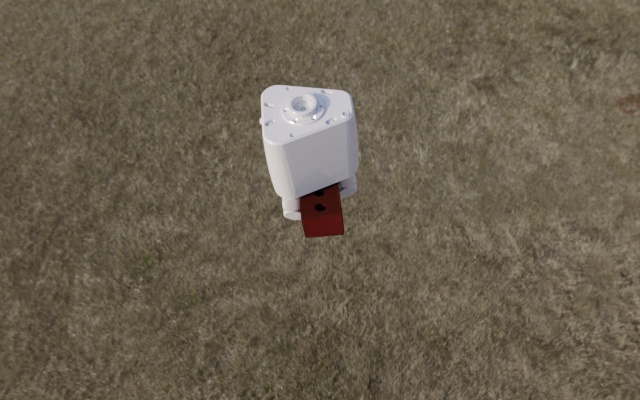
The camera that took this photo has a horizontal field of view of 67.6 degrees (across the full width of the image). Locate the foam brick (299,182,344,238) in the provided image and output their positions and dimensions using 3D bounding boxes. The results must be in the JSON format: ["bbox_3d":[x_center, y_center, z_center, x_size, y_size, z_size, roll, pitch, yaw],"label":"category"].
[{"bbox_3d":[0.000,0.002,0.623,0.053,0.078,0.051,-7,-32,1],"label":"foam brick"}]
